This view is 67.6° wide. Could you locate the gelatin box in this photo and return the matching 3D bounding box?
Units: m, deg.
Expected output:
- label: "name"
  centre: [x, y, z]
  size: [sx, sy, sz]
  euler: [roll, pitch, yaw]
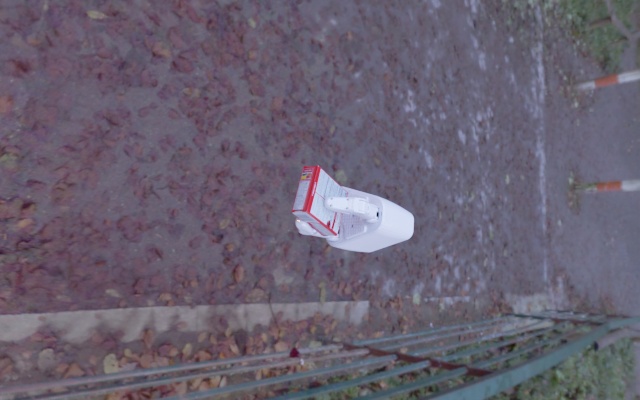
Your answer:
- label: "gelatin box"
  centre: [0.000, 0.002, 0.689]
  size: [0.030, 0.073, 0.089]
  euler: [-2, -27, 34]
